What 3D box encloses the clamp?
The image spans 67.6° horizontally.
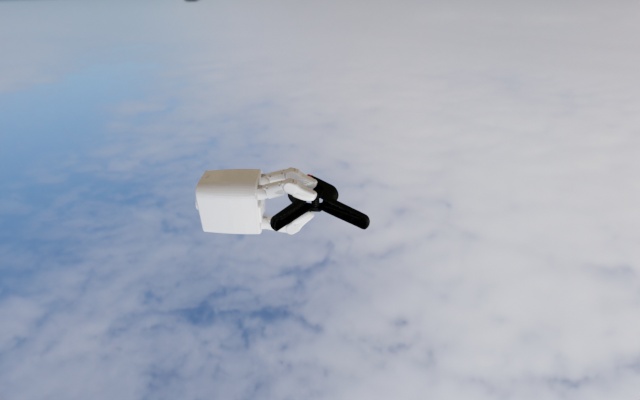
[{"bbox_3d":[0.000,0.003,0.863,0.164,0.036,0.210,3,23,-1],"label":"clamp"}]
